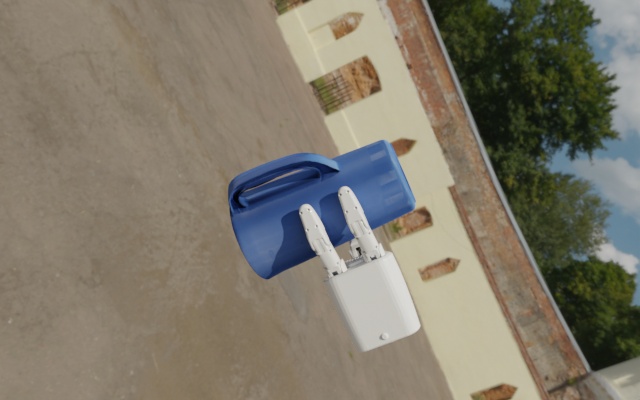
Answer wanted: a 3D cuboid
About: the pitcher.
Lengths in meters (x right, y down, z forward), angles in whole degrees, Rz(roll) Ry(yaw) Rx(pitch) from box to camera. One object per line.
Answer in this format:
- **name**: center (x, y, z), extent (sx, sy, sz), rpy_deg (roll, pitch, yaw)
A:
- **pitcher**: center (0.000, 0.002, 0.669), extent (0.243, 0.145, 0.149), rpy_deg (-23, -3, 9)
